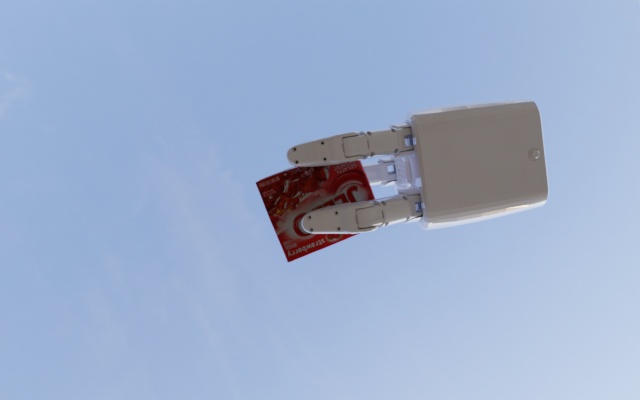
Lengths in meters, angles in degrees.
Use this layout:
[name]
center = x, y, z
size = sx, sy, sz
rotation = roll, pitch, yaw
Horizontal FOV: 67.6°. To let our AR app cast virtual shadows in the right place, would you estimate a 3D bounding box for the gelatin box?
[gelatin box]
center = 0.000, 0.001, 0.404
size = 0.089, 0.073, 0.030
rotation = -21, 5, 3
